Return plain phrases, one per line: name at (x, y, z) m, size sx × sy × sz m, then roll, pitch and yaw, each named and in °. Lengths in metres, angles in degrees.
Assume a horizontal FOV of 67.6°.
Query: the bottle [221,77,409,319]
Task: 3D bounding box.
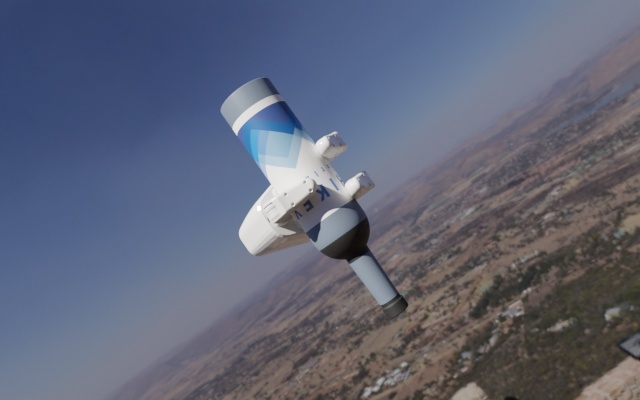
bottle at (0.000, 0.002, 0.530) m, size 0.069 × 0.295 × 0.069 m, roll -35°, pitch -4°, yaw -3°
